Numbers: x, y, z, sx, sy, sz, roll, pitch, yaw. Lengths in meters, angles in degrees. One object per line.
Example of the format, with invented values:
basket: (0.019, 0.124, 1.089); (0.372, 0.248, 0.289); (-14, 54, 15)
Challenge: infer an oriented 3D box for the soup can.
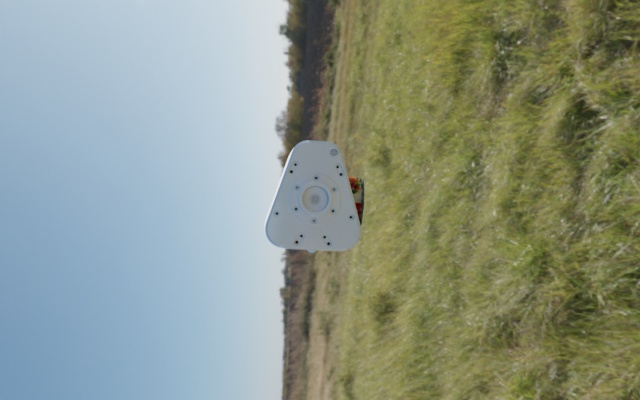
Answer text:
soup can: (0.000, 0.002, 0.604); (0.102, 0.068, 0.068); (3, 0, -3)
